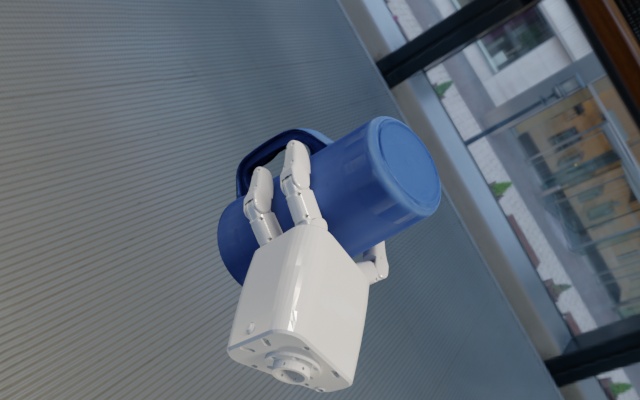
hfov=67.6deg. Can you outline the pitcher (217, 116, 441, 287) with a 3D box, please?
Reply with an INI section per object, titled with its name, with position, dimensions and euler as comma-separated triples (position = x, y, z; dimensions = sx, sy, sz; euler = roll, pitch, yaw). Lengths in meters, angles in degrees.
[pitcher]
position = 0.000, 0.002, 0.527
dimensions = 0.149, 0.145, 0.243
euler = 38, -47, -24
